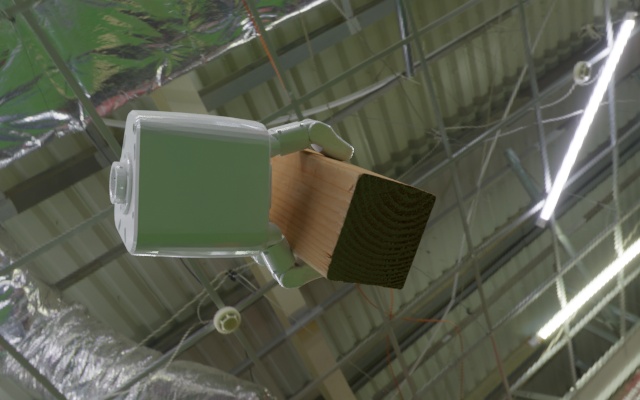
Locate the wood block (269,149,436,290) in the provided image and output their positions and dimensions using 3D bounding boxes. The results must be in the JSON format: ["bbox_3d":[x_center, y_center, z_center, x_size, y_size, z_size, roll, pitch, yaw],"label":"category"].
[{"bbox_3d":[0.000,0.001,0.474,0.090,0.091,0.206,14,8,-34],"label":"wood block"}]
